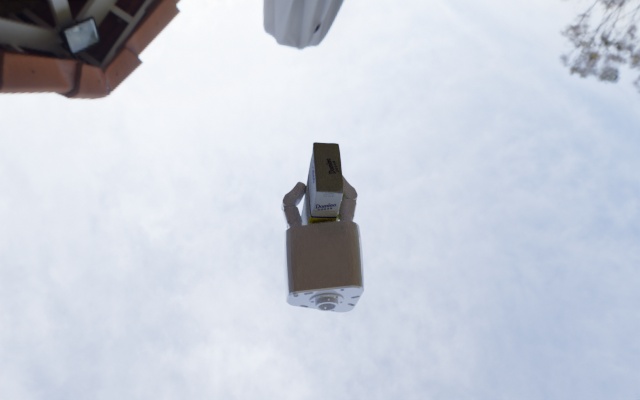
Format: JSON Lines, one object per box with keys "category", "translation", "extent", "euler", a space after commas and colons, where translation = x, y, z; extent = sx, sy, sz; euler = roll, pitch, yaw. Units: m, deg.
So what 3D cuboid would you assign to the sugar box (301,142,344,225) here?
{"category": "sugar box", "translation": [0.001, 0.003, 0.738], "extent": [0.048, 0.093, 0.176], "euler": [3, -35, -10]}
